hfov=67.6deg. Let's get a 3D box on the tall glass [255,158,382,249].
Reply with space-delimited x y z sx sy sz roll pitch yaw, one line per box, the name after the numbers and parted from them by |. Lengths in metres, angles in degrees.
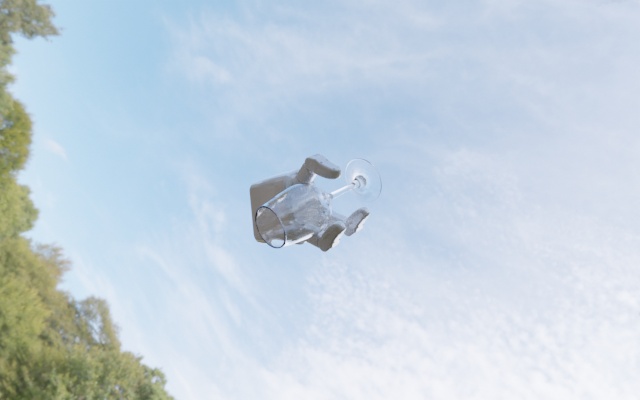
0.001 0.002 0.701 0.079 0.079 0.201 0 20 47 | tall glass
